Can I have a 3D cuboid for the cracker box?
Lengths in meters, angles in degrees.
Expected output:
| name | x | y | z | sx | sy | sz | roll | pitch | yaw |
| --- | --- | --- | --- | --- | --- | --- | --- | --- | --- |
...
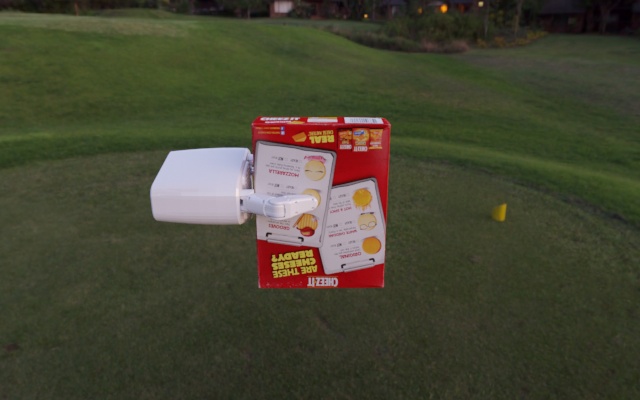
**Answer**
| name | x | y | z | sx | sy | sz | roll | pitch | yaw |
| --- | --- | --- | --- | --- | --- | --- | --- | --- | --- |
| cracker box | 0.000 | 0.002 | 0.611 | 0.164 | 0.214 | 0.072 | 0 | 18 | 0 |
